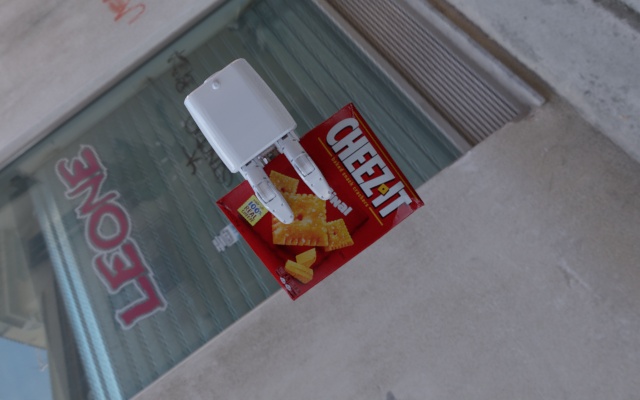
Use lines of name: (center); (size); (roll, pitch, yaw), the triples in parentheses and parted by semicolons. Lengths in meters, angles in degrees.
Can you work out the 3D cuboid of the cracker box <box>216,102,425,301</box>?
cracker box: (0.000, 0.002, 0.625); (0.214, 0.164, 0.072); (-36, 5, 1)
